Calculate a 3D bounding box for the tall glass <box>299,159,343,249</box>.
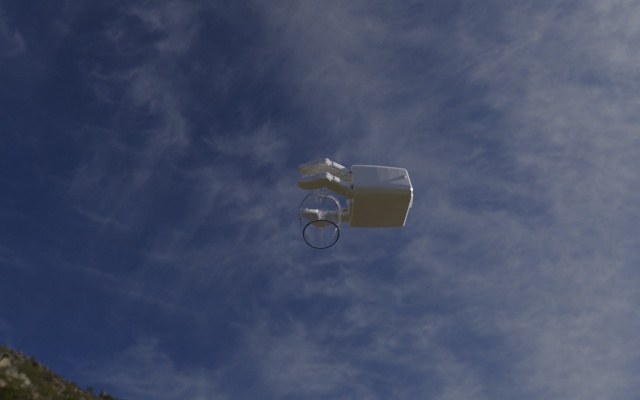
[{"bbox_3d":[0.000,0.003,0.883,0.079,0.079,0.201,0,33,0],"label":"tall glass"}]
